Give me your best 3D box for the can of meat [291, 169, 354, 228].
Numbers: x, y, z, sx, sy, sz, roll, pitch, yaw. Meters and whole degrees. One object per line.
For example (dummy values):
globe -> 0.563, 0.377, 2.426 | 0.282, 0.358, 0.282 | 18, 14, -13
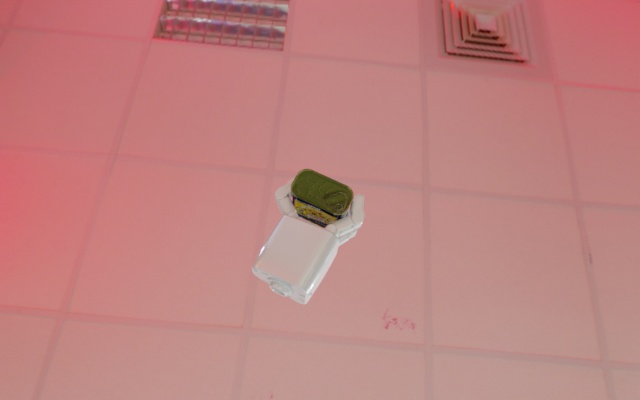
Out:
can of meat -> 0.000, 0.003, 0.817 | 0.102, 0.057, 0.084 | 24, -25, 8
